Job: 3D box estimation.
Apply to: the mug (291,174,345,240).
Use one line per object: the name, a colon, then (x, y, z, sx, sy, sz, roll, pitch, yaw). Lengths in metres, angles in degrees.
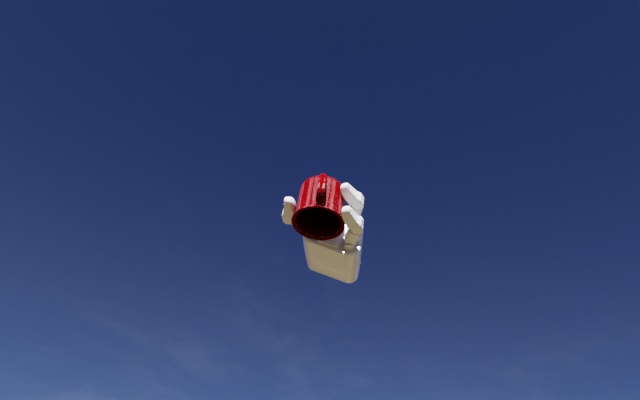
mug: (0.000, 0.002, 0.834, 0.093, 0.081, 0.117, 4, -42, 4)
